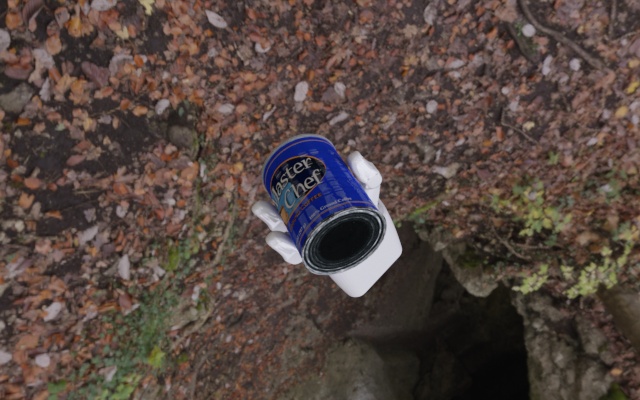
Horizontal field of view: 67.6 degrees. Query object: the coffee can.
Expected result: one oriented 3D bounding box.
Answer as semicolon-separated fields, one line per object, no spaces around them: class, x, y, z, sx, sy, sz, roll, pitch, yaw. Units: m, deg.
coffee can;0.000;0.002;0.564;0.103;0.103;0.140;0;40;-30
